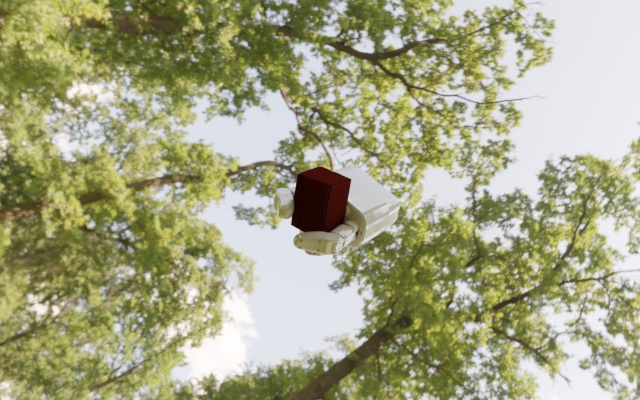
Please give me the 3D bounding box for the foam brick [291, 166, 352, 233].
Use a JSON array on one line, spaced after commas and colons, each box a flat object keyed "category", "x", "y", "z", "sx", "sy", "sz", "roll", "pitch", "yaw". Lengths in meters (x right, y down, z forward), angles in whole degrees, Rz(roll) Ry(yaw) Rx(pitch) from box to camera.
[{"category": "foam brick", "x": 0.000, "y": 0.002, "z": 0.624, "sx": 0.053, "sy": 0.078, "sz": 0.051, "roll": 25, "pitch": 29, "yaw": 30}]
